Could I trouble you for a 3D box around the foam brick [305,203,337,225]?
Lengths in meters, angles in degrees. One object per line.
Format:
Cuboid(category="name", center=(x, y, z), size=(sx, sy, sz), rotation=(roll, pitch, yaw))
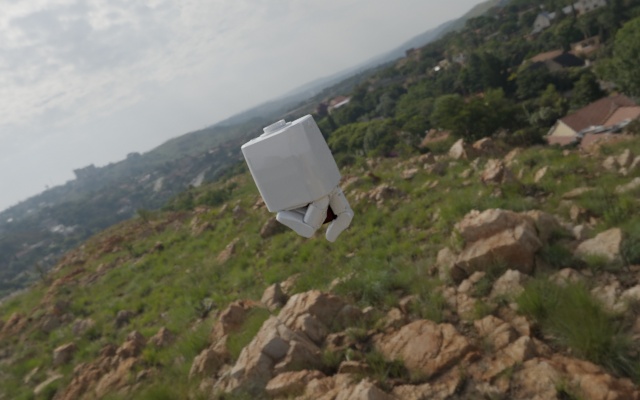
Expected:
Cuboid(category="foam brick", center=(0.000, 0.002, 0.757), size=(0.053, 0.051, 0.078), rotation=(-21, 13, 20))
